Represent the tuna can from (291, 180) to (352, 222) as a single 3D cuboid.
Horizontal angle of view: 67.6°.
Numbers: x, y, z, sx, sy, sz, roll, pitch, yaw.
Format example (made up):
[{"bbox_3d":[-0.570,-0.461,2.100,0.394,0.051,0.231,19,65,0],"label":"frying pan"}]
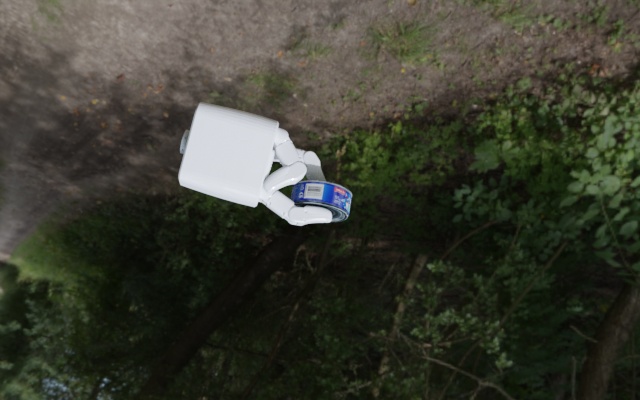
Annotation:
[{"bbox_3d":[0.000,0.003,0.673,0.086,0.033,0.086,8,-19,3],"label":"tuna can"}]
